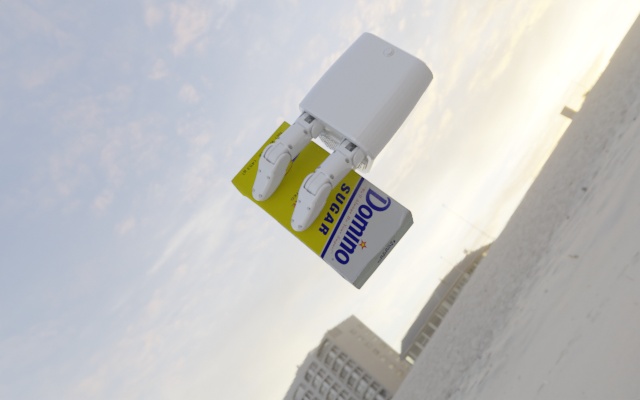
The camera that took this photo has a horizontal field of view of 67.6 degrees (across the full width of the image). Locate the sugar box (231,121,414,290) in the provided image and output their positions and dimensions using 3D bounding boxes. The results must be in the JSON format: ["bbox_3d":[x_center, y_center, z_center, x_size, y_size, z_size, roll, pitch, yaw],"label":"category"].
[{"bbox_3d":[0.000,0.001,0.501,0.176,0.093,0.048,37,-8,24],"label":"sugar box"}]
